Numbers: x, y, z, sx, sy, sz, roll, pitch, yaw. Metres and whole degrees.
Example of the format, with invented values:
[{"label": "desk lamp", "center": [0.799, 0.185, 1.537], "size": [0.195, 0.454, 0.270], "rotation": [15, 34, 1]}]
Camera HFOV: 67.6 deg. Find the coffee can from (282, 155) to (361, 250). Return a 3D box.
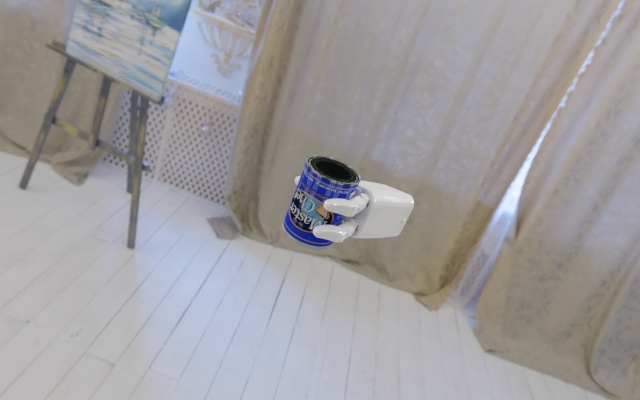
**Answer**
[{"label": "coffee can", "center": [0.000, 0.003, 0.863], "size": [0.103, 0.140, 0.102], "rotation": [18, 26, -9]}]
